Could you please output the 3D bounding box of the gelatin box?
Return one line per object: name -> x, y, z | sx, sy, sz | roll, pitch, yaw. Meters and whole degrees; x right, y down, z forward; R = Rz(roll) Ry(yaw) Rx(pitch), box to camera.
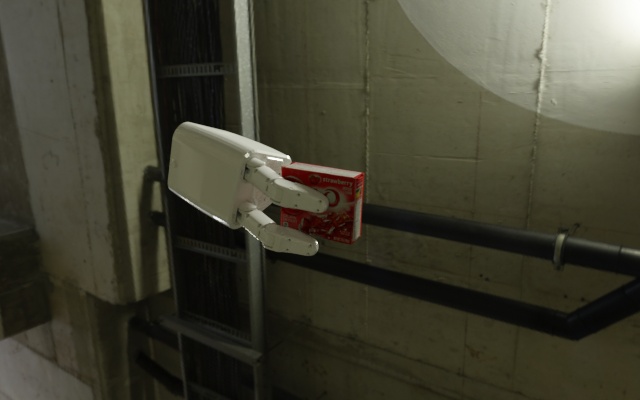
gelatin box -> 0.001, 0.002, 0.513 | 0.089, 0.073, 0.030 | 11, 20, 24
